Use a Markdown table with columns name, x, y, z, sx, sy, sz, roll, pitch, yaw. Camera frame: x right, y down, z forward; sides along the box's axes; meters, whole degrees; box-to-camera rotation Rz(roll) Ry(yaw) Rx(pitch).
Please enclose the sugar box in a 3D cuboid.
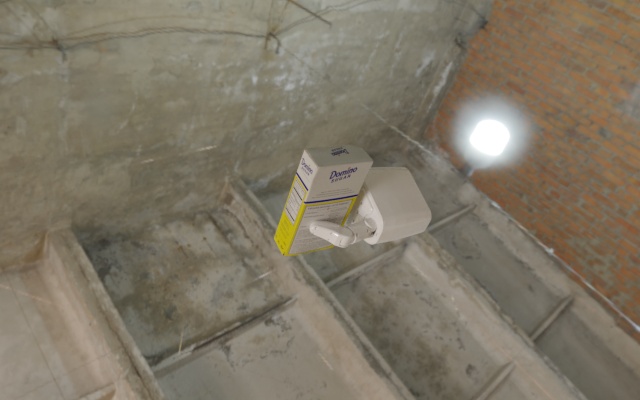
| name | x | y | z | sx | sy | sz | roll | pitch | yaw |
| --- | --- | --- | --- | --- | --- | --- | --- | --- | --- |
| sugar box | 0.000 | 0.002 | 0.681 | 0.093 | 0.176 | 0.048 | -8 | 45 | -33 |
